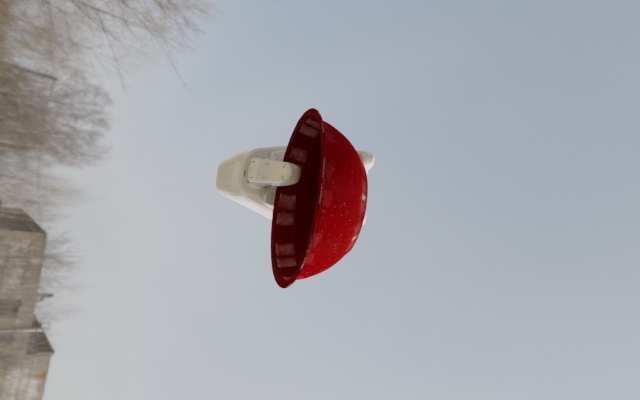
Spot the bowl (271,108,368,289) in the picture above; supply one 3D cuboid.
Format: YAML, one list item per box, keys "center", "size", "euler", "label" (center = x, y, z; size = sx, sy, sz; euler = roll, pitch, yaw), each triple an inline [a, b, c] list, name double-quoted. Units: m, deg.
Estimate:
- center: [0.001, 0.002, 0.434]
  size: [0.055, 0.162, 0.162]
  euler: [10, -3, -16]
  label: "bowl"
